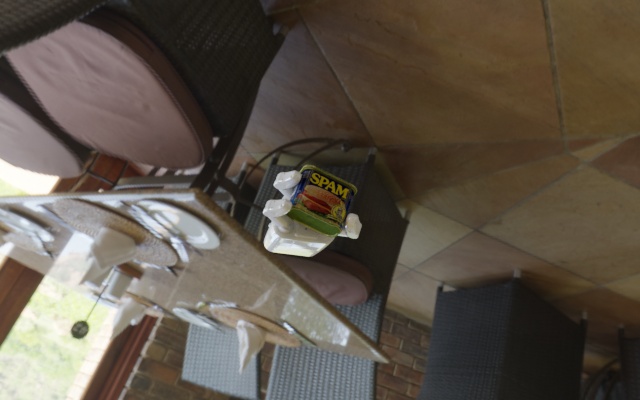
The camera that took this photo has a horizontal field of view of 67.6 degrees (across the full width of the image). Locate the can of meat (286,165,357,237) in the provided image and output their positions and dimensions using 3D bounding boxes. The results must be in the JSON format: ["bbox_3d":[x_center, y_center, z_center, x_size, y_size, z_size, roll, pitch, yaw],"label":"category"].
[{"bbox_3d":[0.000,0.003,0.798,0.102,0.084,0.057,26,-27,-11],"label":"can of meat"}]
